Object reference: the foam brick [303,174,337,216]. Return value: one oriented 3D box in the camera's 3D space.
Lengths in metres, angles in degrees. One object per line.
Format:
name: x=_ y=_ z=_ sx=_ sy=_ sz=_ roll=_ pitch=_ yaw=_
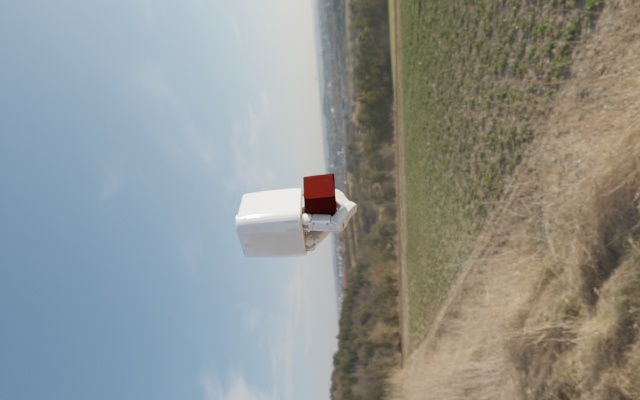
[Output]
foam brick: x=0.000 y=0.002 z=0.784 sx=0.051 sy=0.053 sz=0.078 roll=-4 pitch=-43 yaw=2
